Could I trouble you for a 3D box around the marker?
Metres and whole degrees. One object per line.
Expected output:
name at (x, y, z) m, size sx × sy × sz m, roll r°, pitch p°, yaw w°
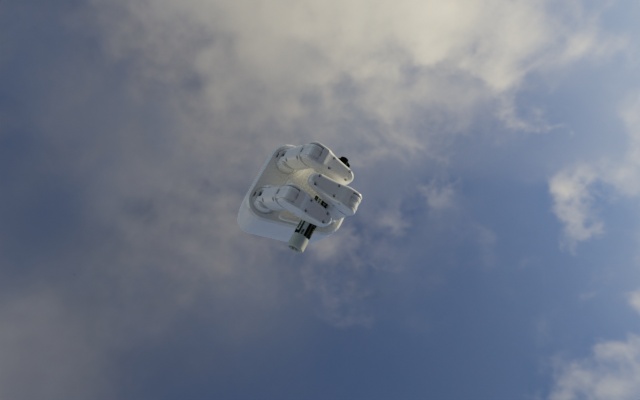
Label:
marker at (0.000, 0.002, 0.521) m, size 0.020 × 0.121 × 0.020 m, roll 25°, pitch -21°, yaw 11°
